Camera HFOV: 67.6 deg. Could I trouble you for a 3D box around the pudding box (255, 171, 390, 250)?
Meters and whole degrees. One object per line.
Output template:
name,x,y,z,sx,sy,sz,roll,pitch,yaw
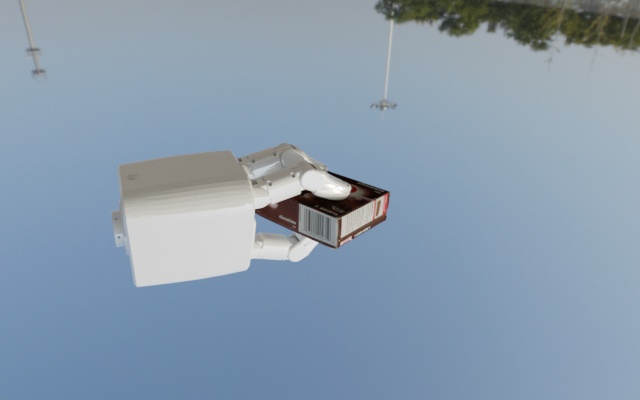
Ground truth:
pudding box,0.000,0.002,0.492,0.113,0.039,0.090,23,32,33
